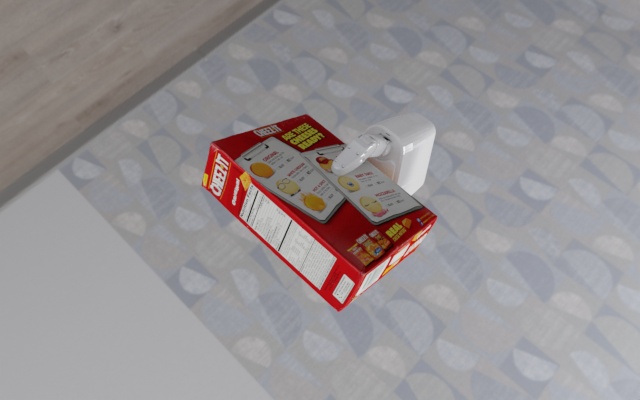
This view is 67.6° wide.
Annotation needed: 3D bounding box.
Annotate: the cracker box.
[{"bbox_3d":[0.000,0.002,0.536,0.213,0.072,0.164,40,38,19],"label":"cracker box"}]
